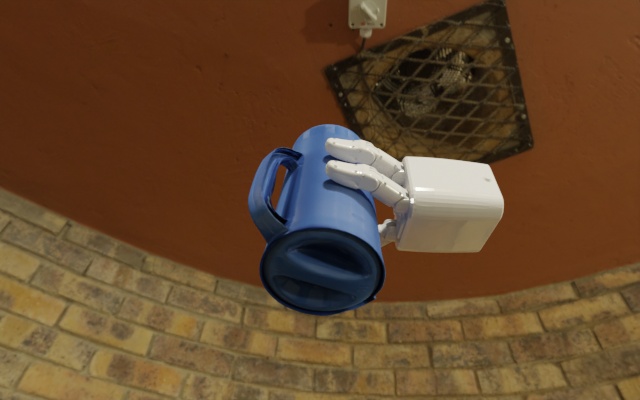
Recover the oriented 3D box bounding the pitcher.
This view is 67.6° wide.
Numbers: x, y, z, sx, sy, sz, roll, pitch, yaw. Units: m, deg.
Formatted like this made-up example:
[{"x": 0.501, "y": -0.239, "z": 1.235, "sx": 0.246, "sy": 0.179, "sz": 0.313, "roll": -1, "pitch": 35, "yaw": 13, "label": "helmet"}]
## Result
[{"x": 0.000, "y": 0.002, "z": 0.585, "sx": 0.145, "sy": 0.149, "sz": 0.242, "roll": 2, "pitch": 38, "yaw": 1, "label": "pitcher"}]
